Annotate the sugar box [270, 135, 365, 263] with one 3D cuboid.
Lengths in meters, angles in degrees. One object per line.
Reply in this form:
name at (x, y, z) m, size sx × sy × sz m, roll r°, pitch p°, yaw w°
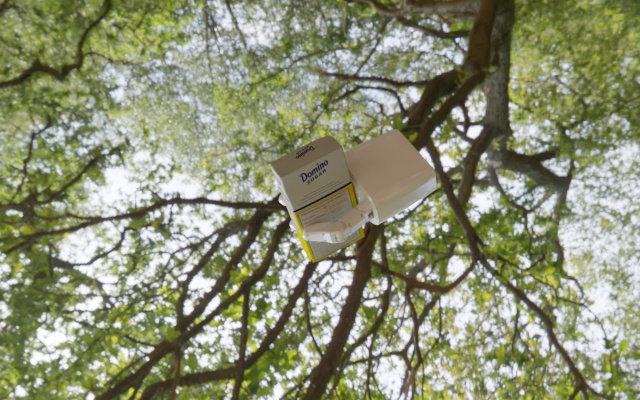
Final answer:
sugar box at (0.000, 0.002, 0.669) m, size 0.093 × 0.176 × 0.048 m, roll -27°, pitch 41°, yaw -11°
